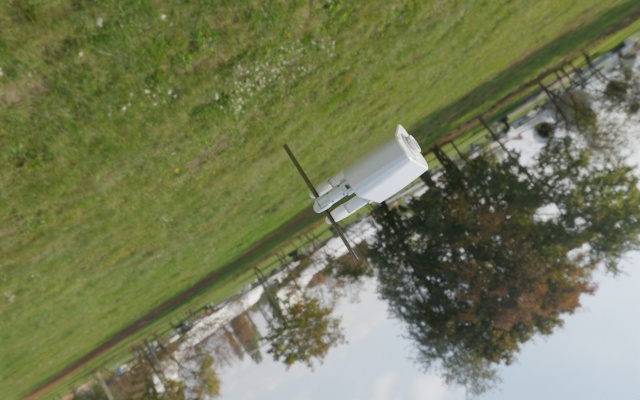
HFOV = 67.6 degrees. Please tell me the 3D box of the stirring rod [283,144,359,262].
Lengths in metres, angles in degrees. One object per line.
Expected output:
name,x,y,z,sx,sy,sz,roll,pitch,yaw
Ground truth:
stirring rod,0.000,0.003,0.836,0.011,0.239,0.011,-32,-5,-3
